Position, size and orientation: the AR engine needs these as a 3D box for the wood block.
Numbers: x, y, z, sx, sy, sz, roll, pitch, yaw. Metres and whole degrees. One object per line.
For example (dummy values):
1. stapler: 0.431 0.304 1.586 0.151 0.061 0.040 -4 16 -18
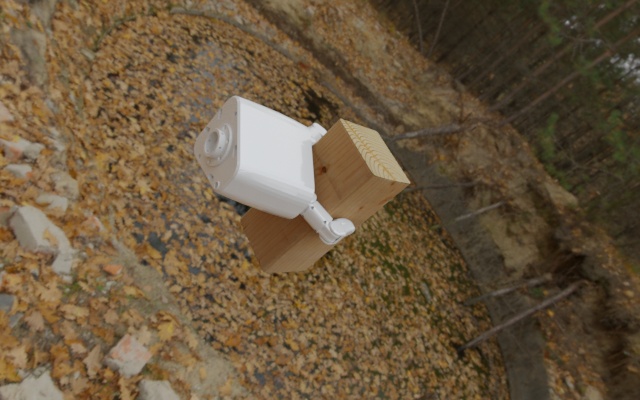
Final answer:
1. wood block: 0.000 0.002 0.629 0.206 0.090 0.090 -42 -28 28
